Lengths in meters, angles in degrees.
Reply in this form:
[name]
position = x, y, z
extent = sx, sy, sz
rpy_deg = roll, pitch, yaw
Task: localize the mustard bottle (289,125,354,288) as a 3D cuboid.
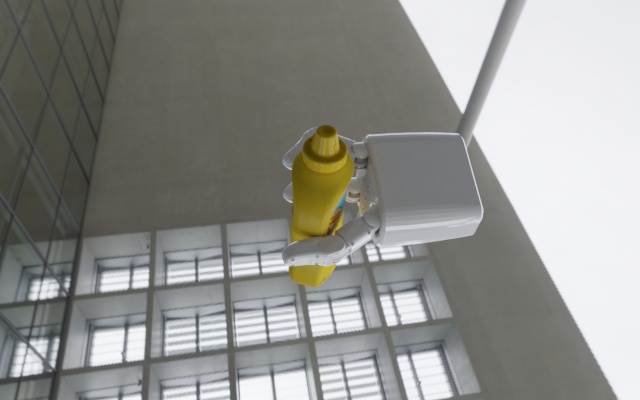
[mustard bottle]
position = 0.000, 0.002, 0.487
extent = 0.058, 0.096, 0.192
rpy_deg = 15, -40, 8
